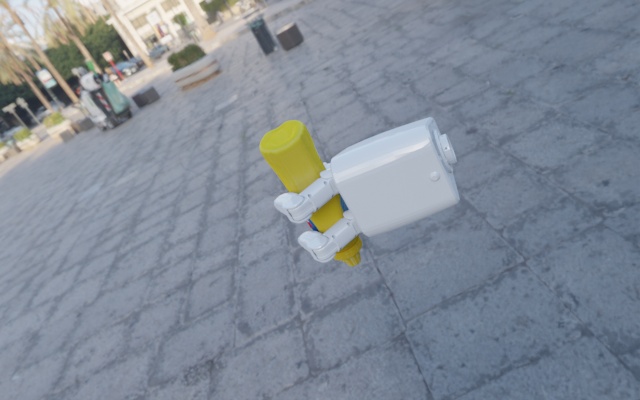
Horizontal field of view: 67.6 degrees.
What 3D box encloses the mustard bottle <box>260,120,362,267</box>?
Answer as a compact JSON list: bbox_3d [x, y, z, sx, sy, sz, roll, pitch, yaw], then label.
[{"bbox_3d":[0.000,0.002,0.564,0.058,0.192,0.096,-31,24,-1],"label":"mustard bottle"}]
